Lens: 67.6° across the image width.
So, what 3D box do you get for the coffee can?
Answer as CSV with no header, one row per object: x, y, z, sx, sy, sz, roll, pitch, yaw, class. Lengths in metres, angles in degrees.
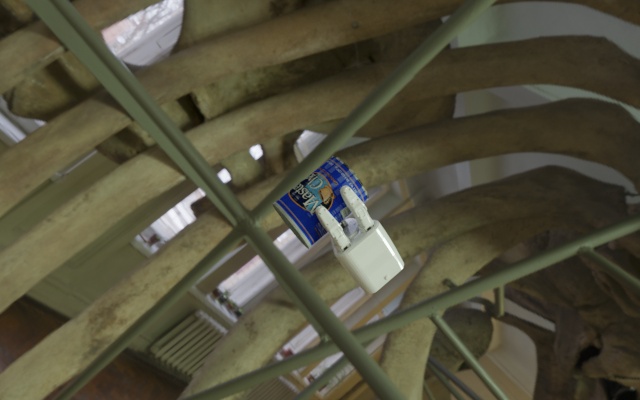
0.000,0.003,0.855,0.140,0.103,0.103,-39,7,-8,coffee can
